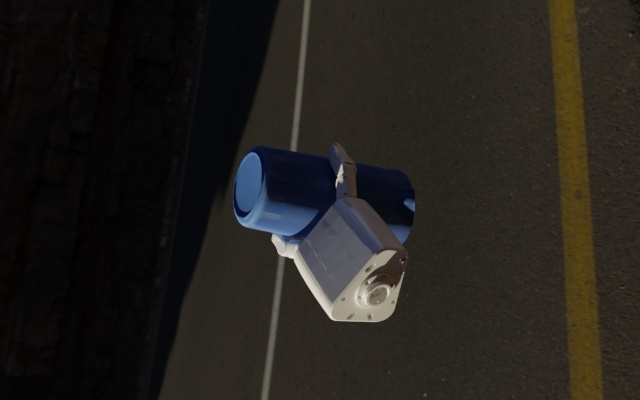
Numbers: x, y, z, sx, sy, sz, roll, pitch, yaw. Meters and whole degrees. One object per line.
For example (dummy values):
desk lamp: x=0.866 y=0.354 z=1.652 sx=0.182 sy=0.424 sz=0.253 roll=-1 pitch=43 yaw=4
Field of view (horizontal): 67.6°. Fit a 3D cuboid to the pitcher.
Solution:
pitcher: x=0.000 y=0.002 z=0.687 sx=0.243 sy=0.149 sz=0.145 roll=11 pitch=26 yaw=-32
